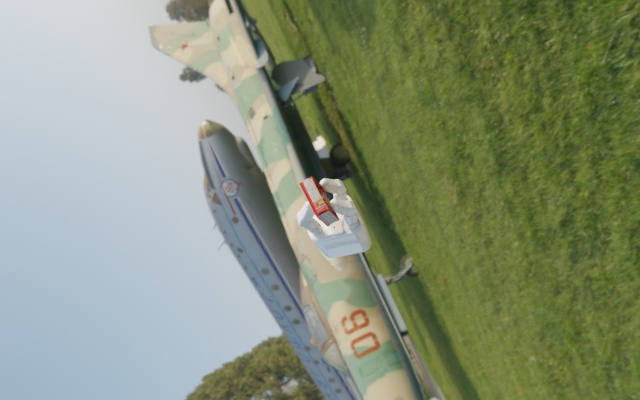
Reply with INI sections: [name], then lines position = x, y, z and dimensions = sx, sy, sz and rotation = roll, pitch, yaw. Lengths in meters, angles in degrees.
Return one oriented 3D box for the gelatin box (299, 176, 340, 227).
[gelatin box]
position = 0.000, 0.003, 0.888
dimensions = 0.030, 0.073, 0.089
rotation = -29, -21, 7
